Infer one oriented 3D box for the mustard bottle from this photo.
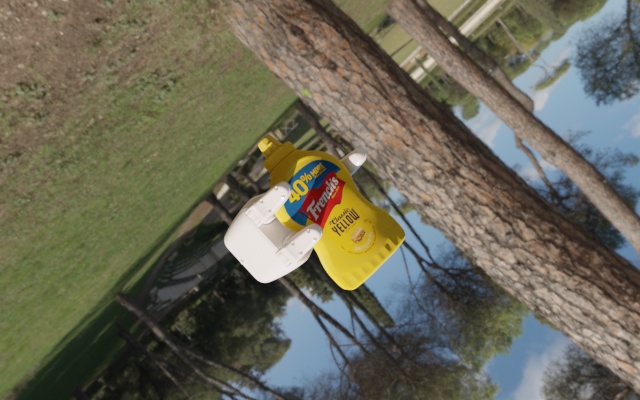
[{"bbox_3d":[0.000,0.002,0.541,0.096,0.191,0.058,-43,1,-12],"label":"mustard bottle"}]
